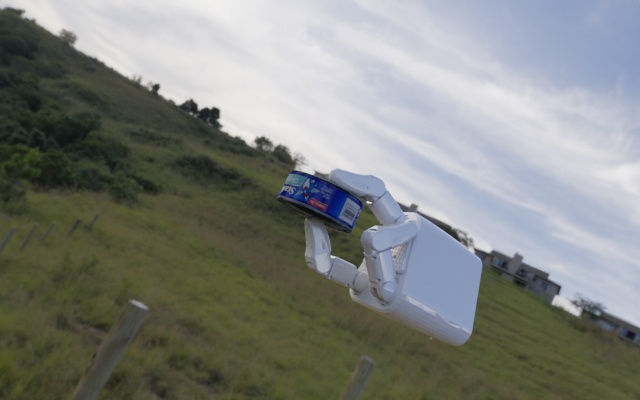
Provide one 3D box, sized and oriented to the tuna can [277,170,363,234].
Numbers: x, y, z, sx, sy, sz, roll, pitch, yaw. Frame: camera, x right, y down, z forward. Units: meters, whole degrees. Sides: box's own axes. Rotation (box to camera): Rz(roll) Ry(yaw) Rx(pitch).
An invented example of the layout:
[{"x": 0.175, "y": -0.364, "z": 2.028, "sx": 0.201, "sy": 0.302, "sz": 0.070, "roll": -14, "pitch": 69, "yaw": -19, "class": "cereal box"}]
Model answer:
[{"x": 0.000, "y": 0.001, "z": 0.498, "sx": 0.086, "sy": 0.033, "sz": 0.086, "roll": 25, "pitch": -7, "yaw": 3, "class": "tuna can"}]
